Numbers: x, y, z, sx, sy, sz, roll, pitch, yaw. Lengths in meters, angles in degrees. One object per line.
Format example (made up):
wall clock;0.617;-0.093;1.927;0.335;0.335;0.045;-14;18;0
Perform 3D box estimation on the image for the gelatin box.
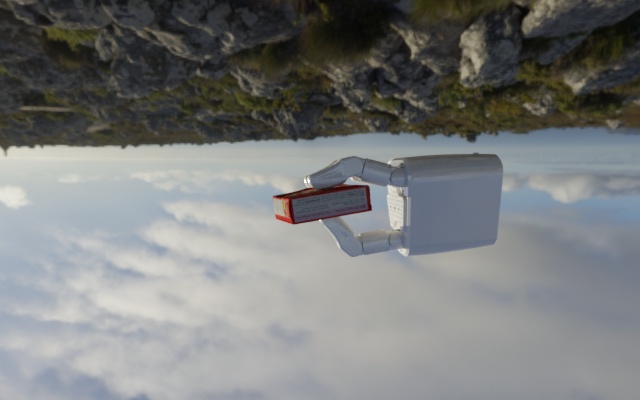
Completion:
gelatin box;0.000;0.002;0.513;0.089;0.030;0.073;-11;6;-18
